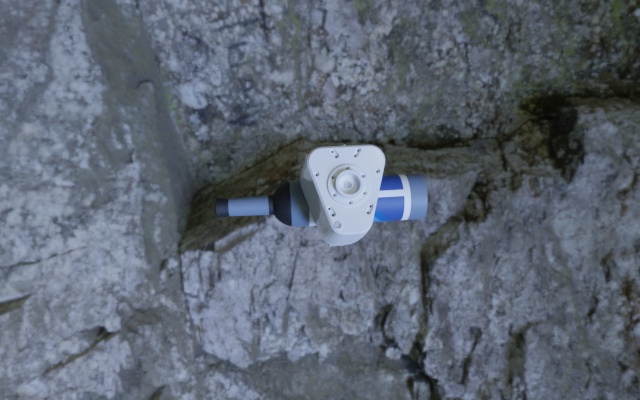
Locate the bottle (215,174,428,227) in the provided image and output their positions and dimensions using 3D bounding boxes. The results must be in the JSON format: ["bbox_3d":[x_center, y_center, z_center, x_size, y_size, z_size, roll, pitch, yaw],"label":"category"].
[{"bbox_3d":[0.000,0.002,0.684,0.296,0.069,0.069,-3,0,-5],"label":"bottle"}]
